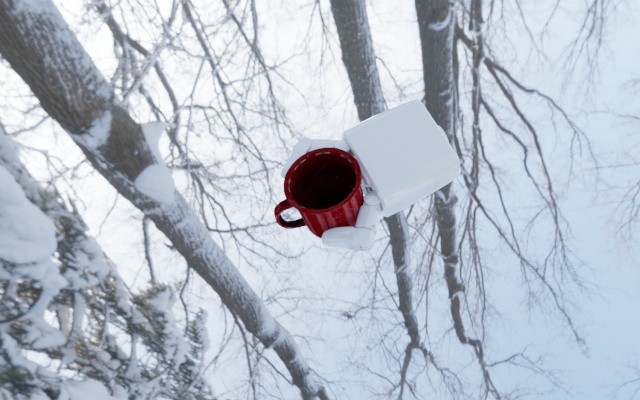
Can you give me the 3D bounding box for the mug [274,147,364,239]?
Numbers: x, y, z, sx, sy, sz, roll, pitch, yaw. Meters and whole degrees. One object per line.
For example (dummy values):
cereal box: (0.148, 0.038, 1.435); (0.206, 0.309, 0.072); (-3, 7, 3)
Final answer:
mug: (-0.001, 0.003, 0.581); (0.117, 0.093, 0.081); (-27, -35, -2)
